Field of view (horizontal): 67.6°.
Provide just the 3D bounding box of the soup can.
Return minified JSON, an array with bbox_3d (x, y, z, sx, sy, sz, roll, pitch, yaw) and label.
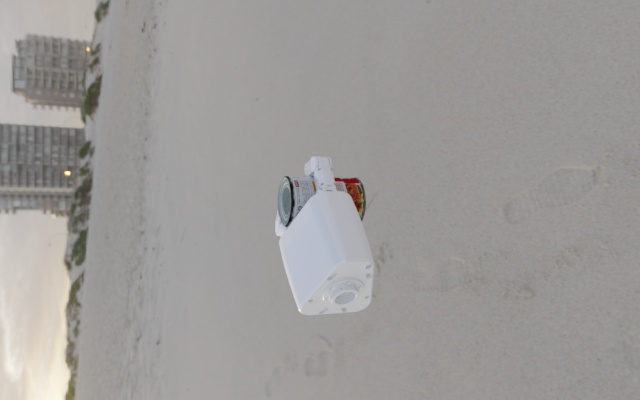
[{"bbox_3d":[0.000,0.002,0.635,0.102,0.068,0.068,1,0,-20],"label":"soup can"}]
